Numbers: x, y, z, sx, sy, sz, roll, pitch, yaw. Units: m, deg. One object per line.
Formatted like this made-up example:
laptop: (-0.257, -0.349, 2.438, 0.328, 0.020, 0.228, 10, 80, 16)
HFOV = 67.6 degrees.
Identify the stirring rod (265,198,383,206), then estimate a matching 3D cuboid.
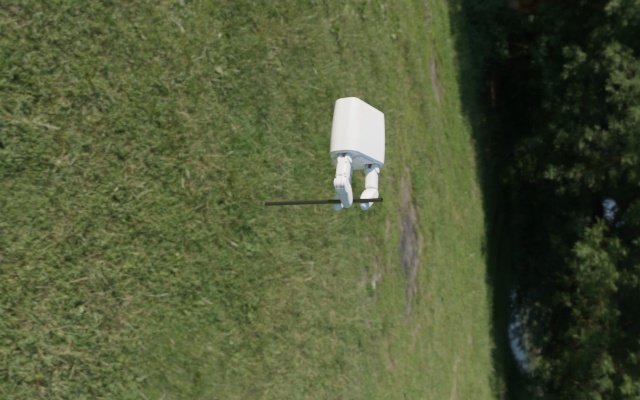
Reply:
stirring rod: (0.000, 0.003, 0.893, 0.239, 0.011, 0.011, -2, -1, 25)
